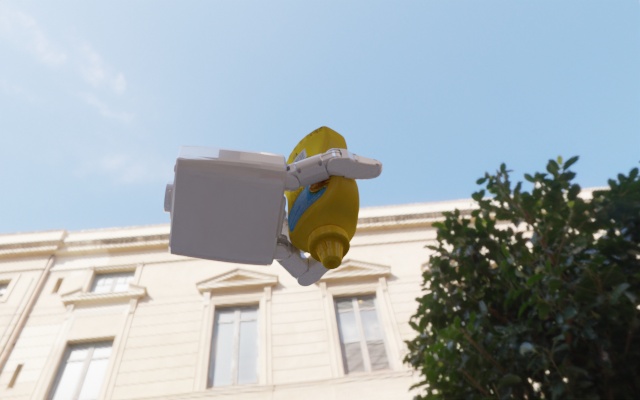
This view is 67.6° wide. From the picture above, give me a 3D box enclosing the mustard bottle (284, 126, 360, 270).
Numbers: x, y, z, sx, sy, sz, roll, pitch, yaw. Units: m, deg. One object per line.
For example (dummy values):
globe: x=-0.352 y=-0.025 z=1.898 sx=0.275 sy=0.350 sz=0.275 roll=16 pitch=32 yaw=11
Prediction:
mustard bottle: x=0.000 y=0.002 z=0.519 sx=0.058 sy=0.096 sz=0.191 roll=28 pitch=28 yaw=-25
